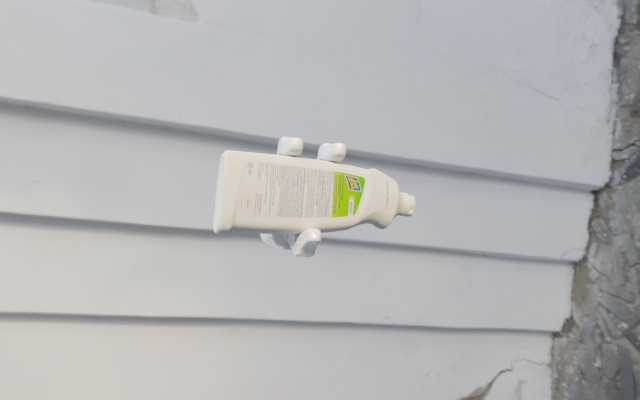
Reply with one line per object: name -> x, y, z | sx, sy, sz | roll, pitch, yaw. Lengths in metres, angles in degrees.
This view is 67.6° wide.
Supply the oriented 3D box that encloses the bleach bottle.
bleach bottle -> 0.000, 0.002, 0.594 | 0.251, 0.102, 0.068 | 6, -4, -18
